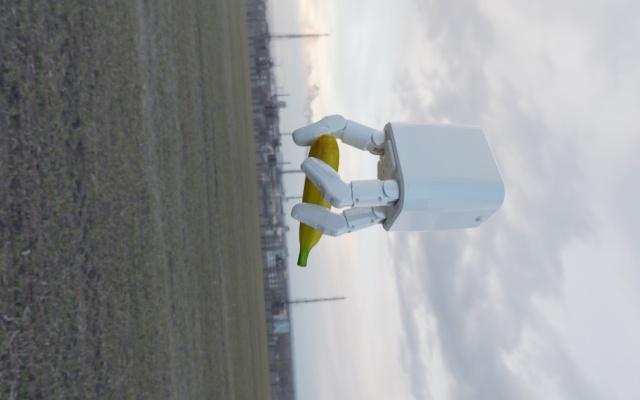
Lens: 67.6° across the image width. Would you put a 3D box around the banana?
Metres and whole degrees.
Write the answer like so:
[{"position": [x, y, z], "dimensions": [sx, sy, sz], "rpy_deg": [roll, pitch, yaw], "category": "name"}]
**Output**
[{"position": [-0.001, -0.009, 0.548], "dimensions": [0.037, 0.198, 0.069], "rpy_deg": [4, 43, -6], "category": "banana"}]
